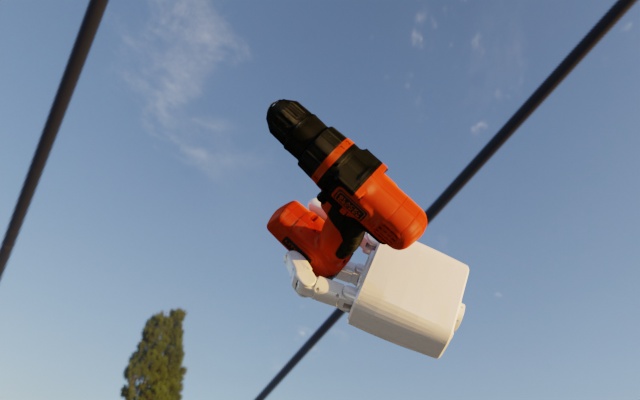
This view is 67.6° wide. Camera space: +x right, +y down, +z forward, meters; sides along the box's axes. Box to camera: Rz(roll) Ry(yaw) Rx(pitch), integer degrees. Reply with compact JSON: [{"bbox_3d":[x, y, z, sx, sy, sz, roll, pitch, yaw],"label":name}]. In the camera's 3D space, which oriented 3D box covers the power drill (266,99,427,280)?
[{"bbox_3d":[0.000,0.002,0.502,0.057,0.184,0.188,-44,-5,-29],"label":"power drill"}]
